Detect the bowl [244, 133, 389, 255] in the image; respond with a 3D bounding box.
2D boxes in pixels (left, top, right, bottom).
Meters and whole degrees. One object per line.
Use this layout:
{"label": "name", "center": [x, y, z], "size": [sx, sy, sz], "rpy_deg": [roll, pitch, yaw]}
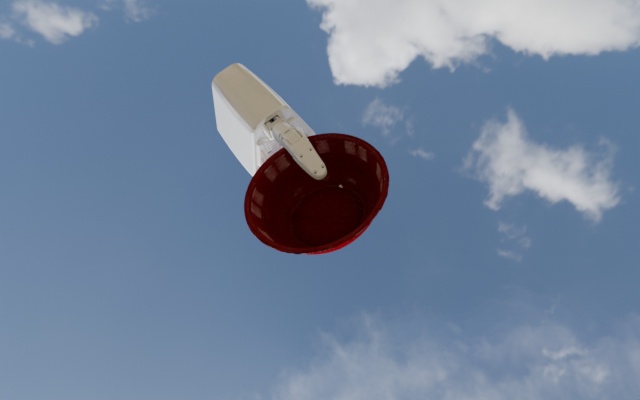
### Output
{"label": "bowl", "center": [0.001, 0.003, 0.528], "size": [0.162, 0.162, 0.055], "rpy_deg": [0, -37, 20]}
